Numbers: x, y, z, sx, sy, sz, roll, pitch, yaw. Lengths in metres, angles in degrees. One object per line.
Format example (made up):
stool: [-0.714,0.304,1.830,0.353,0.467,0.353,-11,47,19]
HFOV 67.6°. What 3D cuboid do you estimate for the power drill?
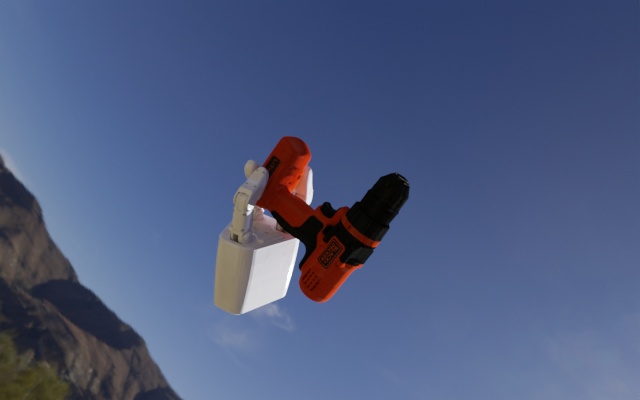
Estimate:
power drill: [0.000,0.002,0.591,0.057,0.184,0.187,16,26,-52]
